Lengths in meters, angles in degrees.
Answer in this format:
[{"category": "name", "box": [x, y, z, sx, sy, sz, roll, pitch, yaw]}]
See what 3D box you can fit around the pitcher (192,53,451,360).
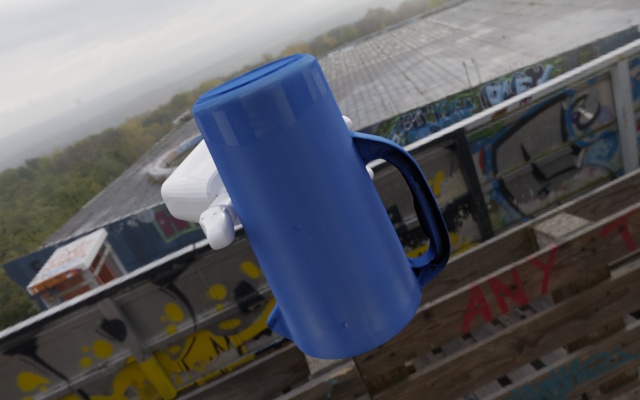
[{"category": "pitcher", "box": [0.000, 0.001, 0.417, 0.145, 0.243, 0.149, 1, 32, 48]}]
